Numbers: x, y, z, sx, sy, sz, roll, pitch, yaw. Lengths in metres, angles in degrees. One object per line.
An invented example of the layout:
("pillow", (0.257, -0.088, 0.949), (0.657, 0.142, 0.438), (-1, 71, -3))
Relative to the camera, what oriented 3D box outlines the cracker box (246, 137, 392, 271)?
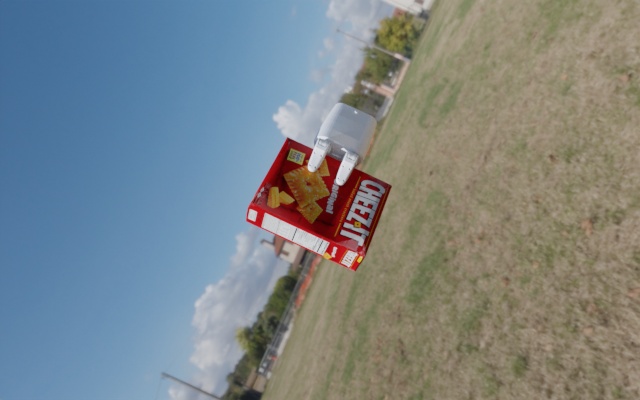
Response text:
("cracker box", (0.000, 0.003, 0.846), (0.213, 0.164, 0.072), (25, -33, 1))
